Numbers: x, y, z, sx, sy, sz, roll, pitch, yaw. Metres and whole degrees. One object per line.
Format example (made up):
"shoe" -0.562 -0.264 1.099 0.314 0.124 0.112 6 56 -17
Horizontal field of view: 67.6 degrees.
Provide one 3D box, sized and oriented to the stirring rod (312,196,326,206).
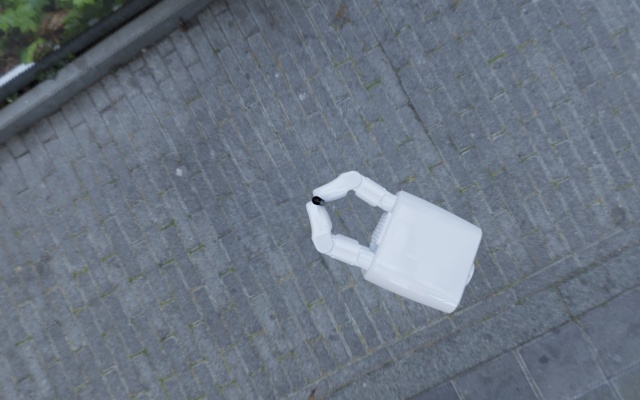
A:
"stirring rod" 0.000 0.002 0.517 0.011 0.011 0.239 0 -1 2
